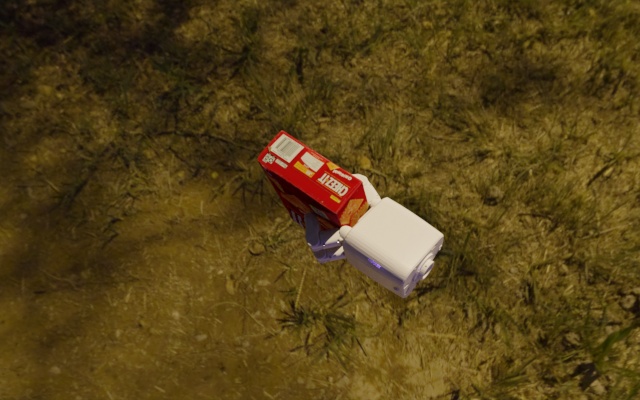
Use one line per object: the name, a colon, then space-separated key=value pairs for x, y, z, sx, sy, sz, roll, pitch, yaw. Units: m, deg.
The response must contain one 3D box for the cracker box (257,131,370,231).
cracker box: x=0.000 y=0.002 z=0.785 sx=0.164 sy=0.072 sz=0.214 roll=34 pitch=-15 yaw=25
